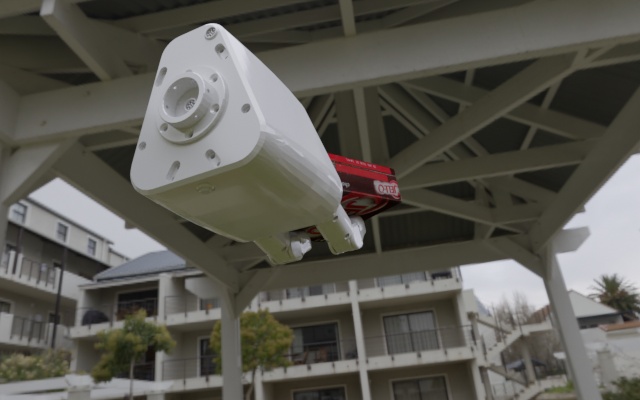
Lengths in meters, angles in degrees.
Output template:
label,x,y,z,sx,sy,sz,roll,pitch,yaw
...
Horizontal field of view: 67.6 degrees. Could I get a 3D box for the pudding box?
label,x,y,z,sx,sy,sz,roll,pitch,yaw
pudding box,0.000,0.001,0.422,0.090,0.039,0.113,10,-26,-38
